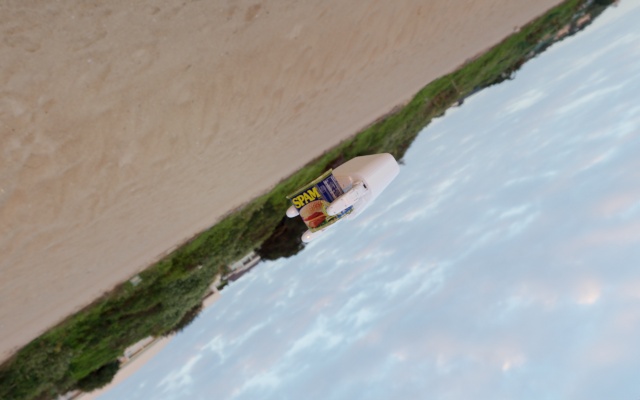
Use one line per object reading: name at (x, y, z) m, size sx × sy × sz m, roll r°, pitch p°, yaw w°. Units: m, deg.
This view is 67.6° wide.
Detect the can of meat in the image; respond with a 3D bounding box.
can of meat at (0.000, 0.003, 0.864) m, size 0.102 × 0.084 × 0.057 m, roll -28°, pitch 7°, yaw 44°
